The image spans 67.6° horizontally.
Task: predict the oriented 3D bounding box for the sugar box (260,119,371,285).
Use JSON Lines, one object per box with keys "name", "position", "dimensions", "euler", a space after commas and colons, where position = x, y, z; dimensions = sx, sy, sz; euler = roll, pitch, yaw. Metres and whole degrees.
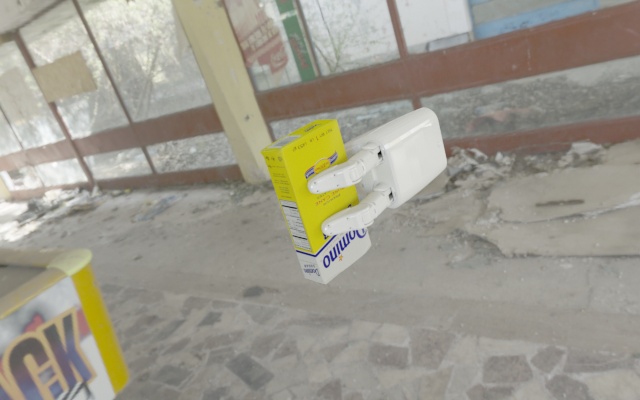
{"name": "sugar box", "position": [0.001, 0.002, 0.571], "dimensions": [0.093, 0.176, 0.048], "euler": [-34, 25, -34]}
